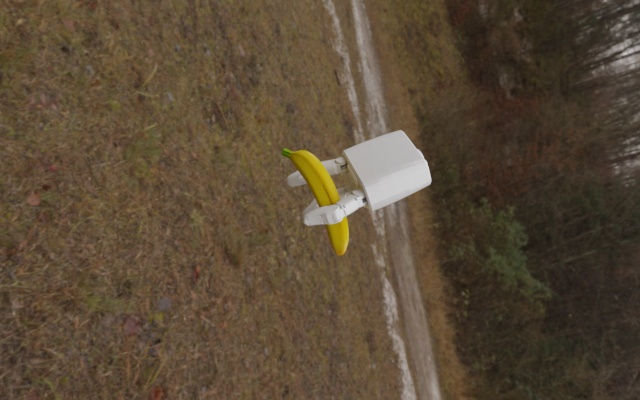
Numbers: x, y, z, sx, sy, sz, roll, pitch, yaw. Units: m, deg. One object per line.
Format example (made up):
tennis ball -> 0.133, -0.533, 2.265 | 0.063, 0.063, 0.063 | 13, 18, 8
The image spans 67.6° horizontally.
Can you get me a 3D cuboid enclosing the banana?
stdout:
banana -> 0.005, -0.001, 0.754 | 0.037, 0.198, 0.069 | -29, 8, -20
